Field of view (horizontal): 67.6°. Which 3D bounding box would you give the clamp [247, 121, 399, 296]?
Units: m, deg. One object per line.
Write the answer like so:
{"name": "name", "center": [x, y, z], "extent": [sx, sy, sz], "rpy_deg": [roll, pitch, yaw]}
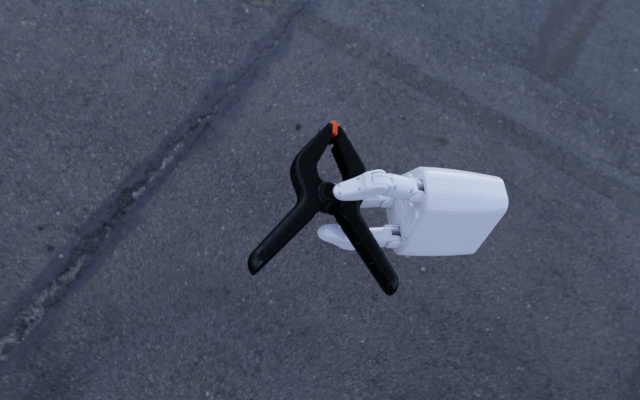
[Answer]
{"name": "clamp", "center": [0.001, 0.001, 0.537], "extent": [0.164, 0.210, 0.036], "rpy_deg": [5, -27, -19]}
